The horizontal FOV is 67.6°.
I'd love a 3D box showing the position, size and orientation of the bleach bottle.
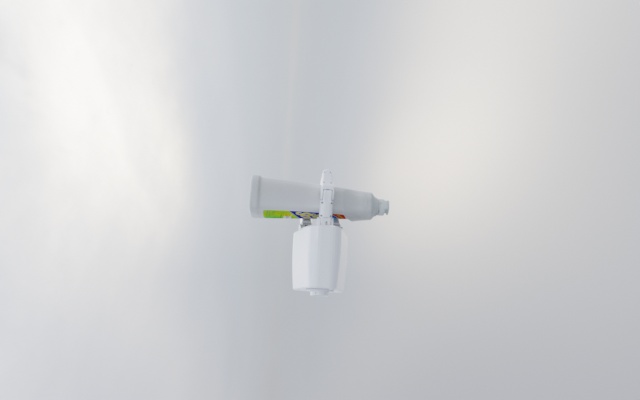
[{"bbox_3d":[0.000,0.003,0.863,0.251,0.068,0.102,4,-15,-4],"label":"bleach bottle"}]
